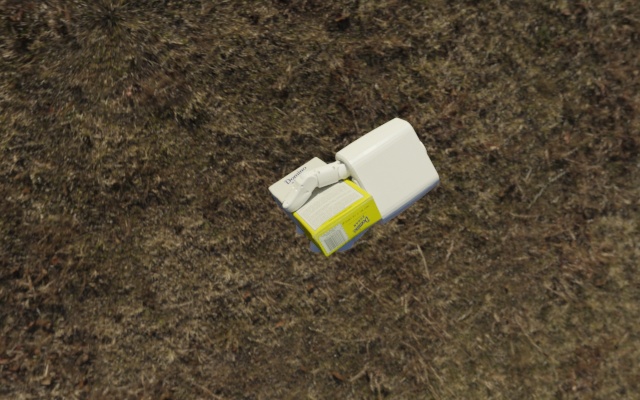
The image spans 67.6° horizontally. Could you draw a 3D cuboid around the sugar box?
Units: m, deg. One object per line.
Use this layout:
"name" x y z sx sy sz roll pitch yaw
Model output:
"sugar box" 0.000 0.003 0.673 0.093 0.048 0.176 -34 29 -9
